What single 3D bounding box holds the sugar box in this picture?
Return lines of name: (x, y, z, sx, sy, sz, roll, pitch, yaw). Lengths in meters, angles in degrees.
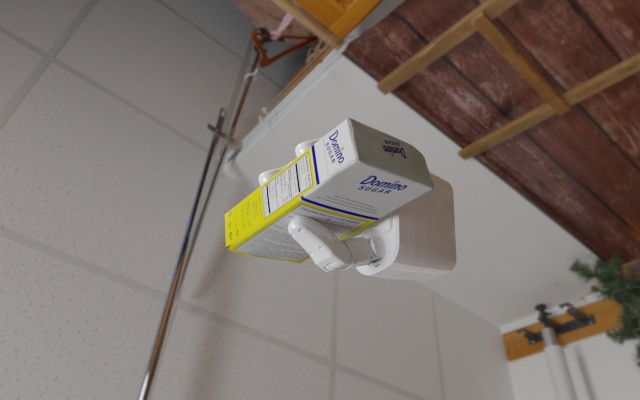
sugar box: (0.000, 0.001, 0.423, 0.093, 0.048, 0.176, 16, -39, -40)
